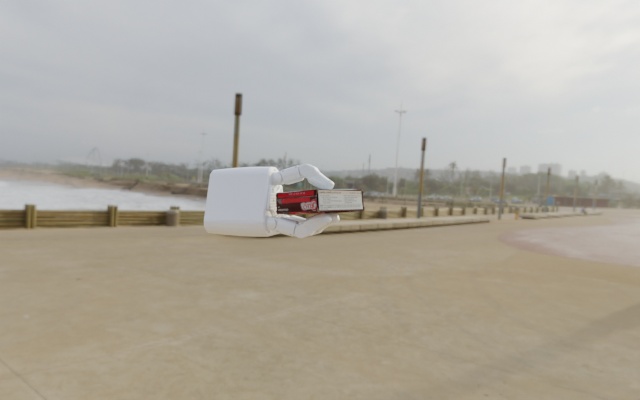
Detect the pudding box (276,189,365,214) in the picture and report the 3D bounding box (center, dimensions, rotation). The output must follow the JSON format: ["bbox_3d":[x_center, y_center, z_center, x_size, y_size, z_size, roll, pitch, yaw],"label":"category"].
[{"bbox_3d":[0.000,0.002,0.747,0.090,0.039,0.113,-3,1,42],"label":"pudding box"}]
